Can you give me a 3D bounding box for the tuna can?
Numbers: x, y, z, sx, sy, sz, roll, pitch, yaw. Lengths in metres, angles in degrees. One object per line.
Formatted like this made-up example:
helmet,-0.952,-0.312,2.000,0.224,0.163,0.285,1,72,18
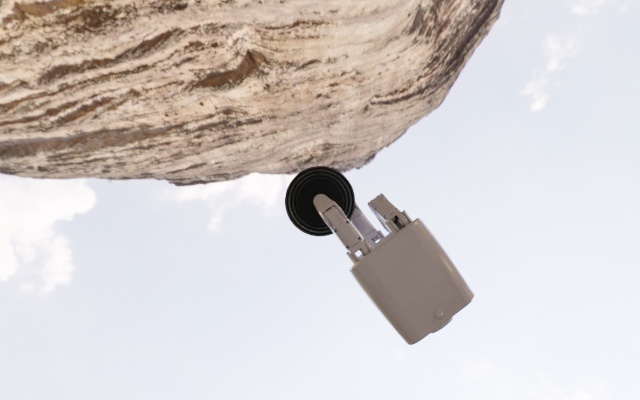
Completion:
tuna can,0.000,0.002,0.591,0.086,0.086,0.034,0,-4,3
